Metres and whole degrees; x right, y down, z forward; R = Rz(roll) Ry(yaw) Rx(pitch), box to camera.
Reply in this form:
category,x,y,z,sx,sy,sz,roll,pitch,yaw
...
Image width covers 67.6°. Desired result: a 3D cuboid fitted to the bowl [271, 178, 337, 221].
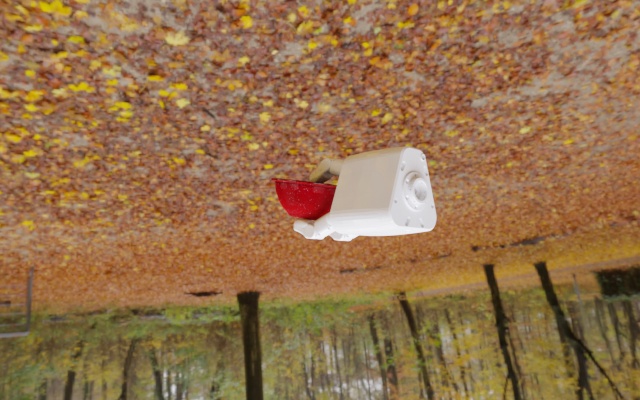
category,x,y,z,sx,sy,sz,roll,pitch,yaw
bowl,0.000,0.003,0.740,0.162,0.055,0.162,7,0,0
